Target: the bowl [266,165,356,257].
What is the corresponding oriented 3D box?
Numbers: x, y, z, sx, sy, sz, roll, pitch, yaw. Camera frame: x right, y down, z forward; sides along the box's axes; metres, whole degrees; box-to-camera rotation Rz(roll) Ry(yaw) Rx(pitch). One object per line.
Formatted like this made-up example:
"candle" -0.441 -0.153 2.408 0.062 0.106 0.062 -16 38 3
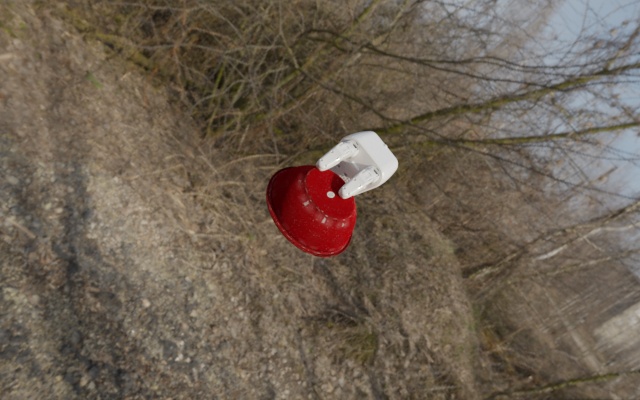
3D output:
"bowl" 0.000 0.003 0.725 0.162 0.162 0.055 0 -30 -41
